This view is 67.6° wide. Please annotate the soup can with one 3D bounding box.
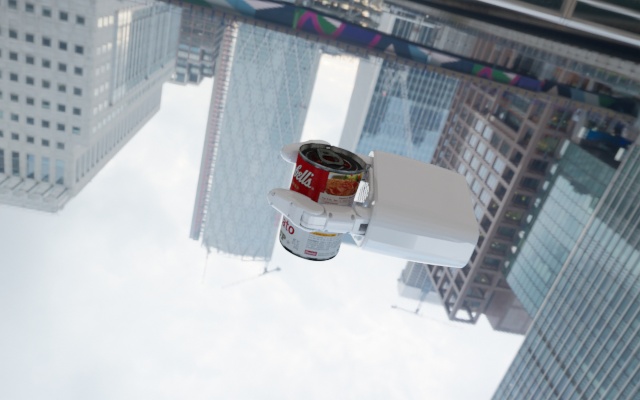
[{"bbox_3d":[0.000,0.002,0.483,0.068,0.102,0.068,13,25,-6],"label":"soup can"}]
